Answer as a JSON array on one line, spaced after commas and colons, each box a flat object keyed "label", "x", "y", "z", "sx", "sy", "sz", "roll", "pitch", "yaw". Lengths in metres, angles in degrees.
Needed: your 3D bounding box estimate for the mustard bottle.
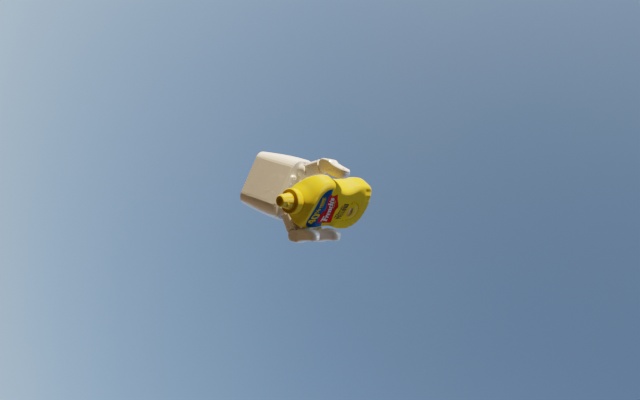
[{"label": "mustard bottle", "x": 0.001, "y": 0.003, "z": 0.801, "sx": 0.191, "sy": 0.096, "sz": 0.058, "roll": 3, "pitch": 37, "yaw": -48}]
